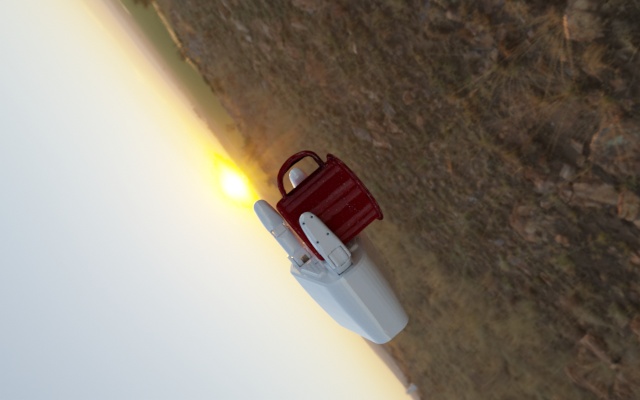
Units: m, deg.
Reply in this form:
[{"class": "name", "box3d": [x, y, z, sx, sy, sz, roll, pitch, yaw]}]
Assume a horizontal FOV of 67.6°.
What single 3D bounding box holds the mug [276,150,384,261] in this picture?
[{"class": "mug", "box3d": [-0.001, 0.001, 0.508, 0.081, 0.117, 0.093, -40, 23, -6]}]
